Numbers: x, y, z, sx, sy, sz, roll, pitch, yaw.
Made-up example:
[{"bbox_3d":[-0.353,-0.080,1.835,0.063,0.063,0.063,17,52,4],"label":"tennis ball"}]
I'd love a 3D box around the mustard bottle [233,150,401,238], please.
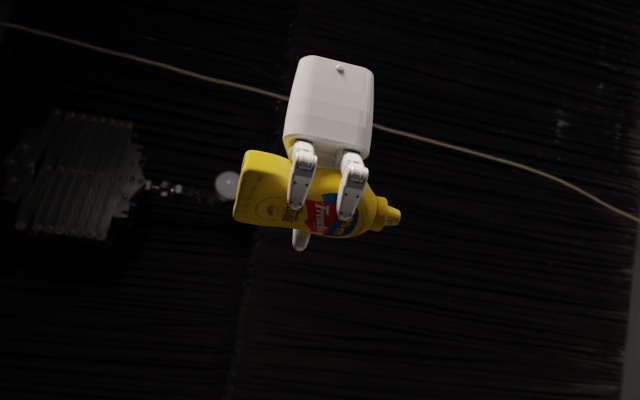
[{"bbox_3d":[0.000,0.002,0.552,0.191,0.058,0.096,11,-42,-10],"label":"mustard bottle"}]
